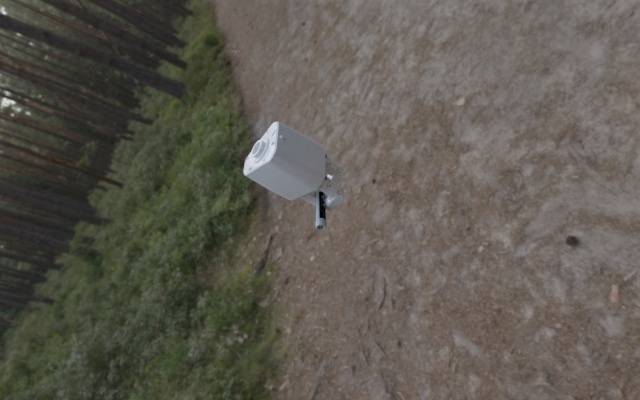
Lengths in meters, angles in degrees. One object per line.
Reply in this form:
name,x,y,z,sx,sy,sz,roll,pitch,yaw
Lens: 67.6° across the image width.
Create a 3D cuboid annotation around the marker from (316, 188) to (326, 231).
marker,0.000,0.003,0.890,0.020,0.121,0.020,0,-40,0
